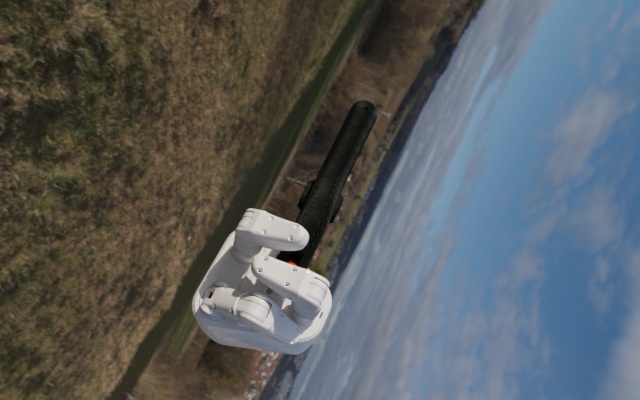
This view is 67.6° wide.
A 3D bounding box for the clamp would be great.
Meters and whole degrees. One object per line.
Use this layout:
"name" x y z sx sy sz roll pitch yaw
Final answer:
"clamp" 0.001 0.002 0.435 0.039 0.171 0.120 25 -26 5
